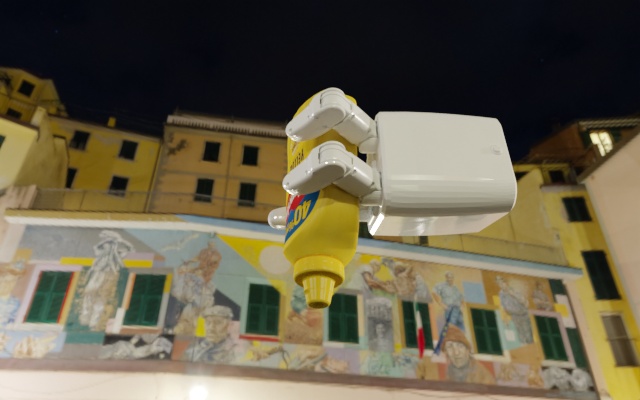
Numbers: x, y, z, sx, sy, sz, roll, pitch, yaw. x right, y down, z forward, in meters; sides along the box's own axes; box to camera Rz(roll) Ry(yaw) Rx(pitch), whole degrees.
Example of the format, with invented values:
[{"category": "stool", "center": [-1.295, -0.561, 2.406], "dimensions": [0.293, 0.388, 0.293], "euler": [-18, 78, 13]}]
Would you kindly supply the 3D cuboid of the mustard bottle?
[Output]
[{"category": "mustard bottle", "center": [0.000, 0.001, 0.422], "dimensions": [0.058, 0.191, 0.096], "euler": [15, -36, -21]}]
